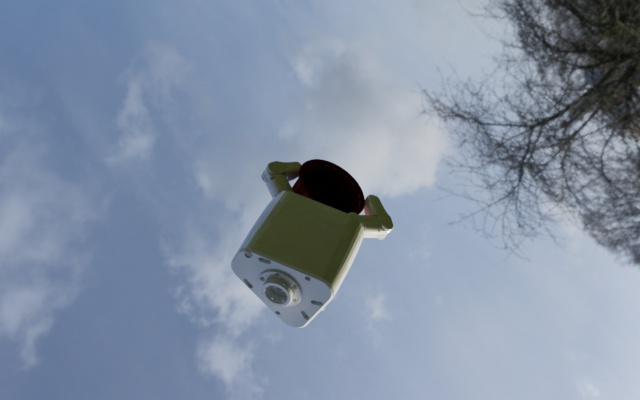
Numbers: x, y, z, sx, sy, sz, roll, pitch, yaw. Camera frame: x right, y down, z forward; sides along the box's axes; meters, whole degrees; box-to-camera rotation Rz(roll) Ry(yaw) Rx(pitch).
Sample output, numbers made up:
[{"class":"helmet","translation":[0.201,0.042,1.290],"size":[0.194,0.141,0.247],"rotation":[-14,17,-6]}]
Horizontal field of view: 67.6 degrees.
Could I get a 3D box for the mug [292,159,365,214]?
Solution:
[{"class":"mug","translation":[0.000,0.001,0.617],"size":[0.093,0.081,0.117],"rotation":[35,39,-3]}]
